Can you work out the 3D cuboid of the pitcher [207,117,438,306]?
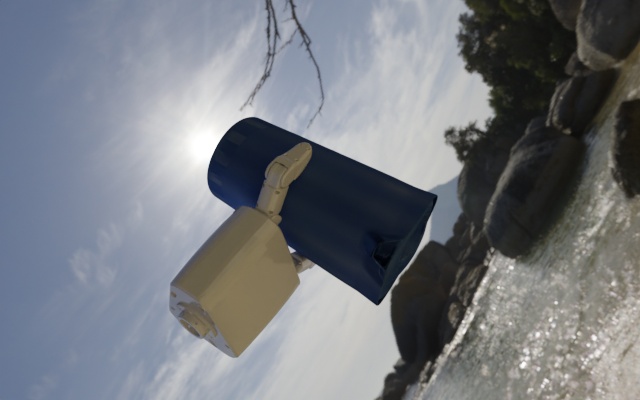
[{"bbox_3d":[0.000,0.002,0.548,0.243,0.145,0.149,29,-34,17],"label":"pitcher"}]
